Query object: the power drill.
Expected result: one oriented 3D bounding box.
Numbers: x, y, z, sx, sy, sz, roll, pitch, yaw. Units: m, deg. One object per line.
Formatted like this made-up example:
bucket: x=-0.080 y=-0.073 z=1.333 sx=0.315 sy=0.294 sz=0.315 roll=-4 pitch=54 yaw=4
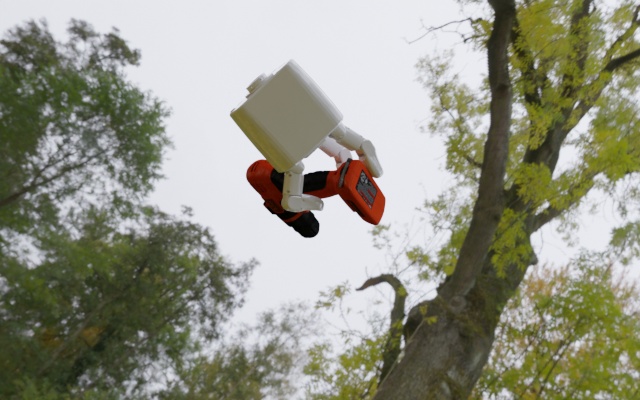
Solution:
power drill: x=0.000 y=0.002 z=0.731 sx=0.187 sy=0.057 sz=0.184 roll=-4 pitch=-36 yaw=34
